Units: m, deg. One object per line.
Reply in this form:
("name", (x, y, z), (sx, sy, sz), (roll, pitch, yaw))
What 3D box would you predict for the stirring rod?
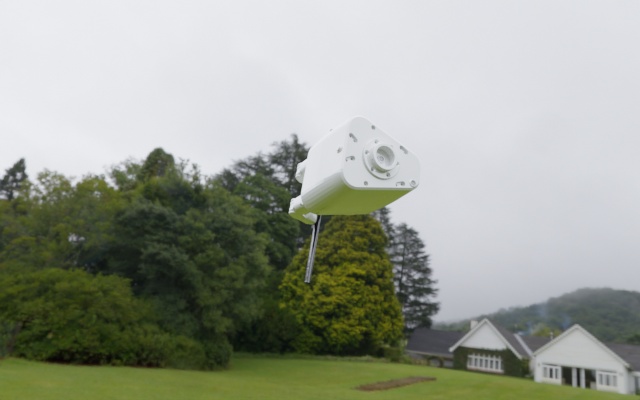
("stirring rod", (0.000, 0.002, 0.700), (0.011, 0.239, 0.011), (8, -20, 3))
